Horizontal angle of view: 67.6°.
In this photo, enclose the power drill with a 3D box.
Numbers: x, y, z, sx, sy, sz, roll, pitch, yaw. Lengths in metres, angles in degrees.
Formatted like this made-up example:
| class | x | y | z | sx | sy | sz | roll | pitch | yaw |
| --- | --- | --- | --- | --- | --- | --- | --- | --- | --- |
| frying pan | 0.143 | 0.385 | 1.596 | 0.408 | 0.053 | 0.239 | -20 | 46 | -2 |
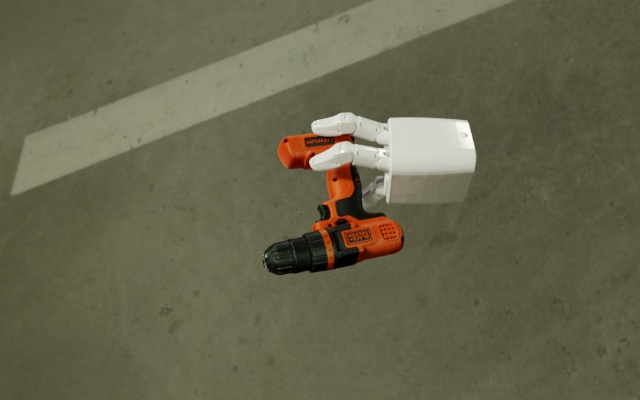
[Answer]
| class | x | y | z | sx | sy | sz | roll | pitch | yaw |
| --- | --- | --- | --- | --- | --- | --- | --- | --- | --- |
| power drill | 0.000 | 0.002 | 0.631 | 0.184 | 0.187 | 0.057 | -8 | -25 | -17 |
